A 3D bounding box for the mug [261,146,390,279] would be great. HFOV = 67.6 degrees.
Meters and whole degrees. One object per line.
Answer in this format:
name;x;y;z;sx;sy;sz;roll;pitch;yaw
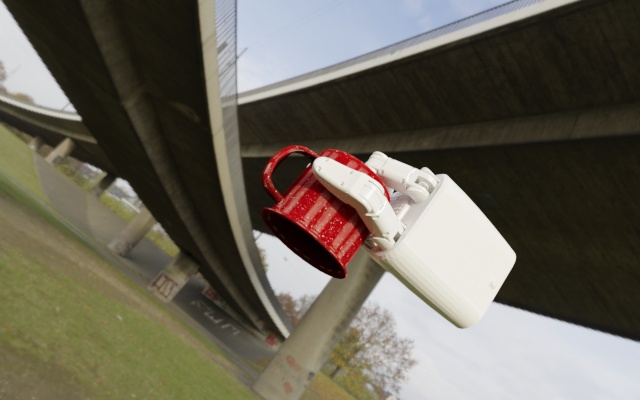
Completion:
mug;-0.001;0.000;0.423;0.117;0.081;0.093;44;-20;-14
